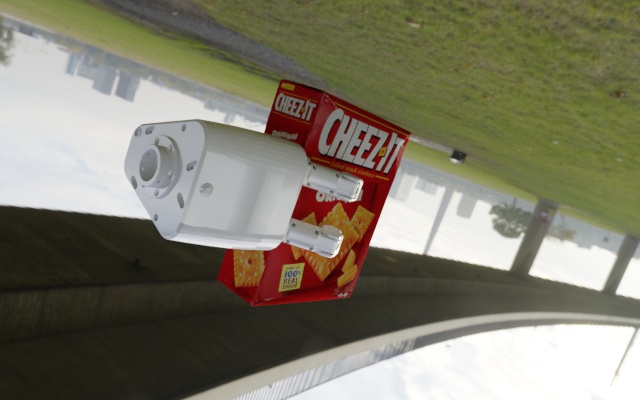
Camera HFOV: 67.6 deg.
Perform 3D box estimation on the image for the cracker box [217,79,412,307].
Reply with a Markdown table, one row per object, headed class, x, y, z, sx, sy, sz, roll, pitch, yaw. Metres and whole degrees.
| class | x | y | z | sx | sy | sz | roll | pitch | yaw |
| --- | --- | --- | --- | --- | --- | --- | --- | --- | --- |
| cracker box | 0.000 | 0.002 | 0.515 | 0.072 | 0.214 | 0.164 | 26 | 10 | 39 |
